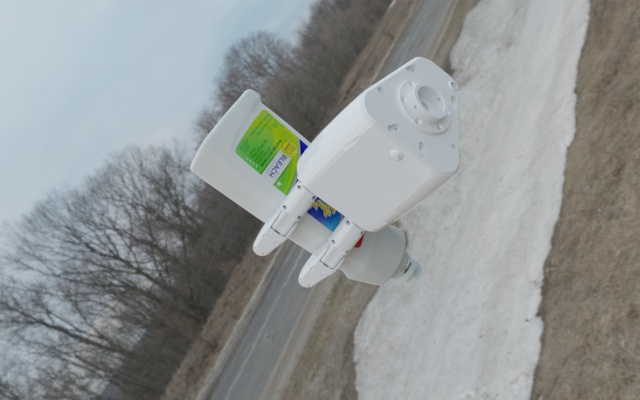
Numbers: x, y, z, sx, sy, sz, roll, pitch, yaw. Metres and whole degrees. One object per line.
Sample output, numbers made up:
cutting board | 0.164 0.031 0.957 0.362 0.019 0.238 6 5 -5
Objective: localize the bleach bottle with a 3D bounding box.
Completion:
bleach bottle | 0.000 0.002 0.488 0.251 0.102 0.068 35 -36 -9
